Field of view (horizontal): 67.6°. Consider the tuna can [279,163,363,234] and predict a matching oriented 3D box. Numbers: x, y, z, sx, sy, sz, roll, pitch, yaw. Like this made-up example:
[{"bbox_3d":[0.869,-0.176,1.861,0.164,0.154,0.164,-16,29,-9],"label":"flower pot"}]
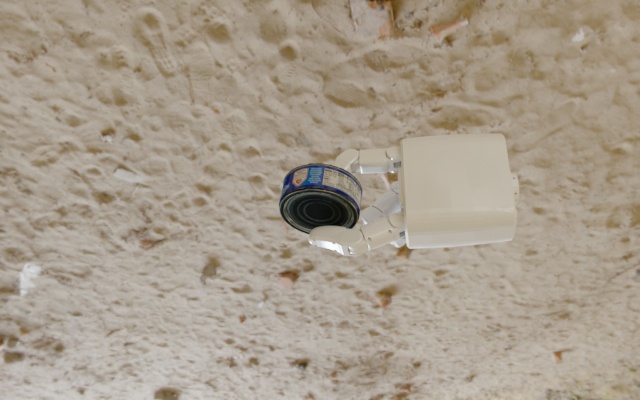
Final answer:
[{"bbox_3d":[0.000,0.002,0.500,0.086,0.033,0.086,6,-37,4],"label":"tuna can"}]
